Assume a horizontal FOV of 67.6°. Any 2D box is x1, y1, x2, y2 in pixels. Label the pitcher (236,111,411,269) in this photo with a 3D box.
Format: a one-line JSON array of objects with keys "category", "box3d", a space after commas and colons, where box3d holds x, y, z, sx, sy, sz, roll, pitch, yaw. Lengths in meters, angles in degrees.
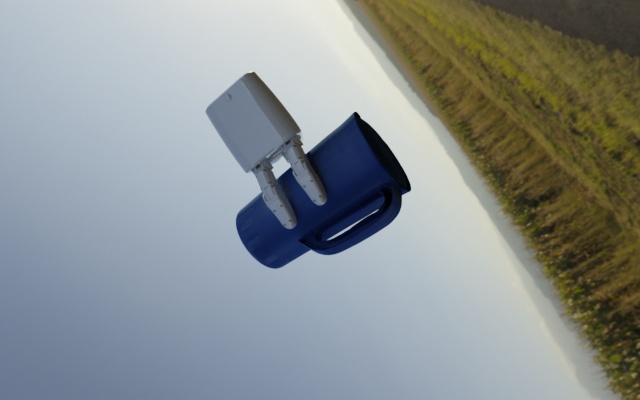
[{"category": "pitcher", "box3d": [0.000, 0.002, 0.681, 0.243, 0.145, 0.149, -36, 1, 18]}]
